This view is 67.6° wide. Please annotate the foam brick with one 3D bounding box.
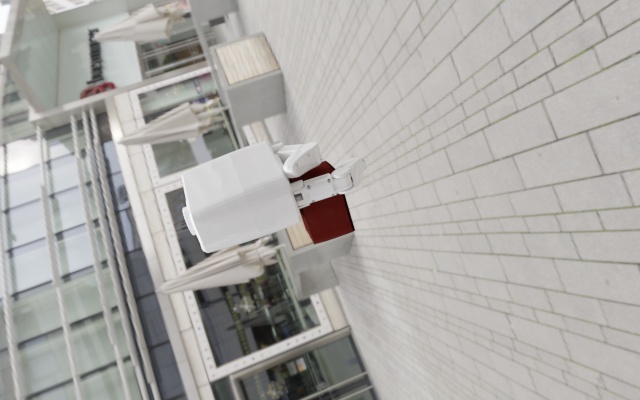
[{"bbox_3d":[0.000,0.002,0.554,0.051,0.078,0.053,-21,23,-8],"label":"foam brick"}]
